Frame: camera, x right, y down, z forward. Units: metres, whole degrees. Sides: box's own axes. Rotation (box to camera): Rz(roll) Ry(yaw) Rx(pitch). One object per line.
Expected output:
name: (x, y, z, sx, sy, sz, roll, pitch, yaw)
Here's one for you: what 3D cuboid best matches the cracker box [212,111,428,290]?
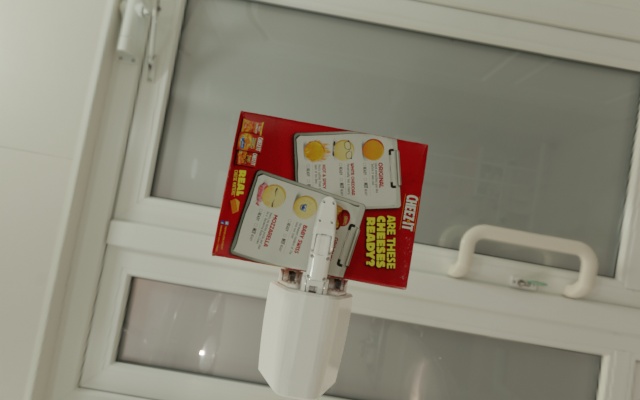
cracker box: (0.000, 0.002, 0.548, 0.214, 0.164, 0.072, 10, -6, -1)
